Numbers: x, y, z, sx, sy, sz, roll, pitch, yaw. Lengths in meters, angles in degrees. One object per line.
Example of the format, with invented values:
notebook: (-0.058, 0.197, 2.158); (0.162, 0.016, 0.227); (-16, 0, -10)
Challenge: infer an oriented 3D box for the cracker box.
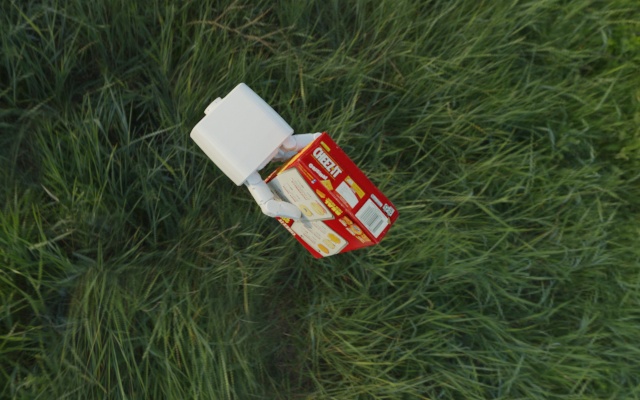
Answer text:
cracker box: (0.000, 0.003, 0.750); (0.072, 0.164, 0.214); (-48, 10, -25)
